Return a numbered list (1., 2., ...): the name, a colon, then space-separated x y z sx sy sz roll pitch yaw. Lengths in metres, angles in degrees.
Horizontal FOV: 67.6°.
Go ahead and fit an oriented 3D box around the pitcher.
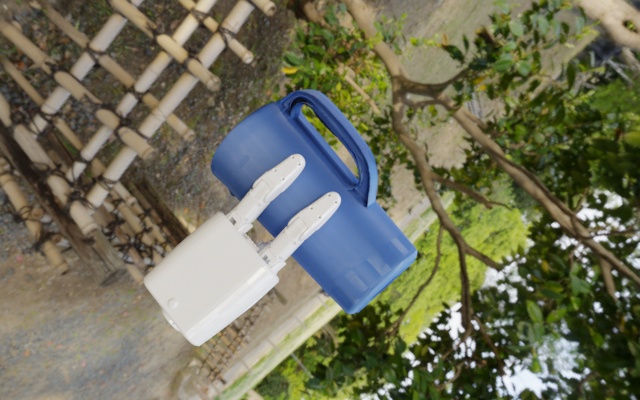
1. pitcher: 0.000 0.002 0.555 0.145 0.243 0.149 -40 -12 -11
